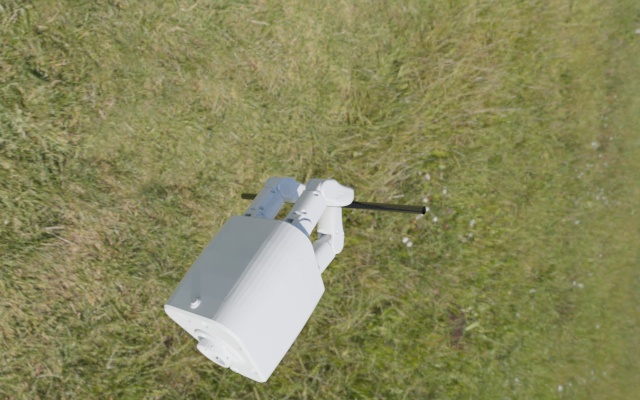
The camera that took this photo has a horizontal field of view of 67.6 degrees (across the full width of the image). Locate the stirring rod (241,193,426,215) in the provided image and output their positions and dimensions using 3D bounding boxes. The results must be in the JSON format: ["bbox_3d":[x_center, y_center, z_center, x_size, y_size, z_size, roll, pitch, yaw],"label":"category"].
[{"bbox_3d":[0.000,0.002,0.508,0.239,0.011,0.011,4,3,38],"label":"stirring rod"}]
